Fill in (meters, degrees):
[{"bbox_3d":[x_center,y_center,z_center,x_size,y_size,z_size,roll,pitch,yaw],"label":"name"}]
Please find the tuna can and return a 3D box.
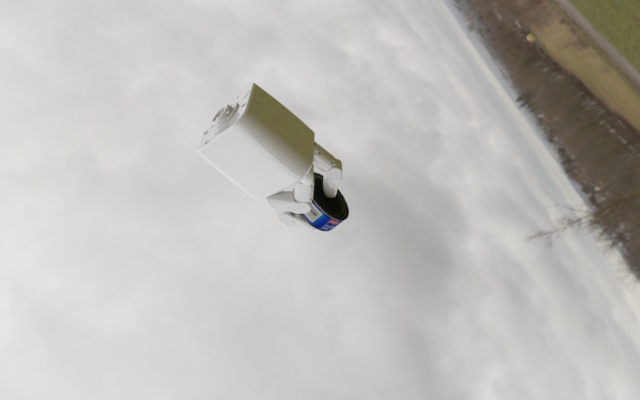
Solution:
[{"bbox_3d":[0.000,0.003,0.695,0.034,0.086,0.086,-40,-21,27],"label":"tuna can"}]
